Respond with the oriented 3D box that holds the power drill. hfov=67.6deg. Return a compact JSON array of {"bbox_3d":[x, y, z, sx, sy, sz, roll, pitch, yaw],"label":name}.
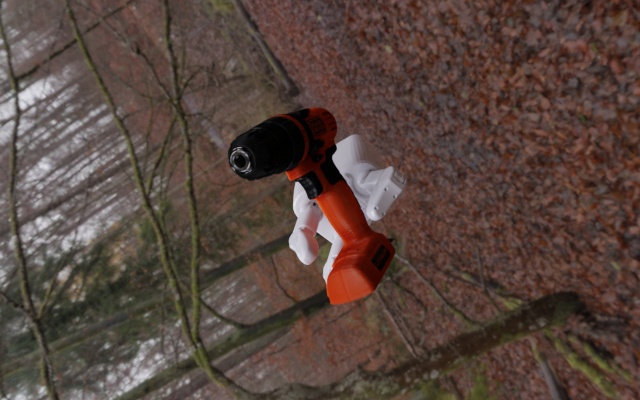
[{"bbox_3d":[0.000,0.002,0.466,0.057,0.187,0.184,-22,8,28],"label":"power drill"}]
